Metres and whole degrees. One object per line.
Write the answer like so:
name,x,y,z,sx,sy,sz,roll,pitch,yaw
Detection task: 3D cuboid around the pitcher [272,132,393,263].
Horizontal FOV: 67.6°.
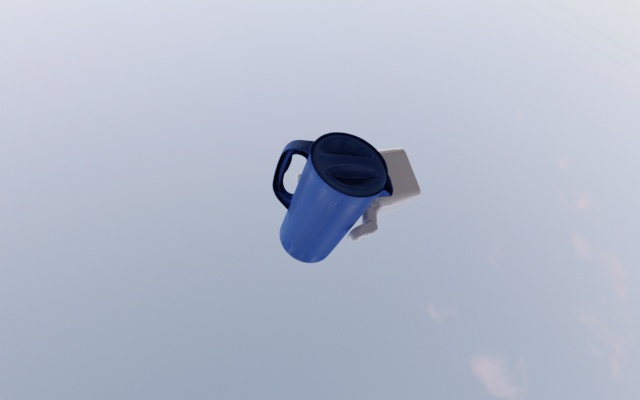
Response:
pitcher,0.000,0.003,0.830,0.145,0.149,0.243,-15,-28,-32
